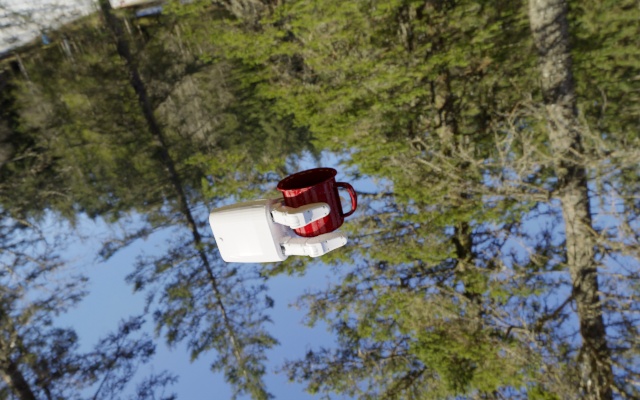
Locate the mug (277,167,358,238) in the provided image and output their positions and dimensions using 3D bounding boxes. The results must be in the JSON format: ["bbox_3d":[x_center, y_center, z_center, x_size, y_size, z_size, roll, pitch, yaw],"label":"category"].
[{"bbox_3d":[0.002,0.002,0.715,0.117,0.081,0.093,-6,21,23],"label":"mug"}]
